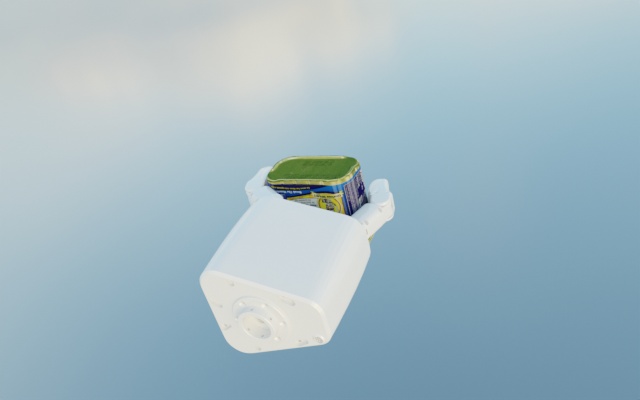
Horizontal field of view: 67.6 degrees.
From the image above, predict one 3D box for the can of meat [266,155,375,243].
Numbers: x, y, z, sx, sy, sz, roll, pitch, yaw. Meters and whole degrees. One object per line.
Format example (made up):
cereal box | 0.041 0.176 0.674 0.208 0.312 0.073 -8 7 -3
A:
can of meat | 0.000 0.001 0.499 0.102 0.084 0.057 2 34 27
